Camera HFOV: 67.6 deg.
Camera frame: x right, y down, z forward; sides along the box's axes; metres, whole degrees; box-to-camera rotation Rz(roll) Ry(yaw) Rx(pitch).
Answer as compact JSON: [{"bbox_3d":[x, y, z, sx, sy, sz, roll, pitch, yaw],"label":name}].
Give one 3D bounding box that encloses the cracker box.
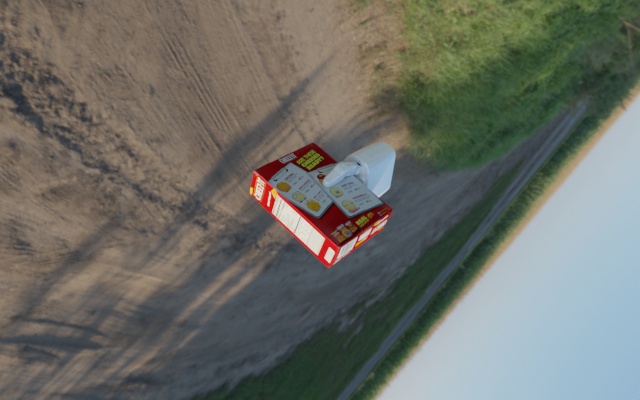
[{"bbox_3d":[0.000,0.003,0.883,0.213,0.072,0.164,41,46,20],"label":"cracker box"}]
